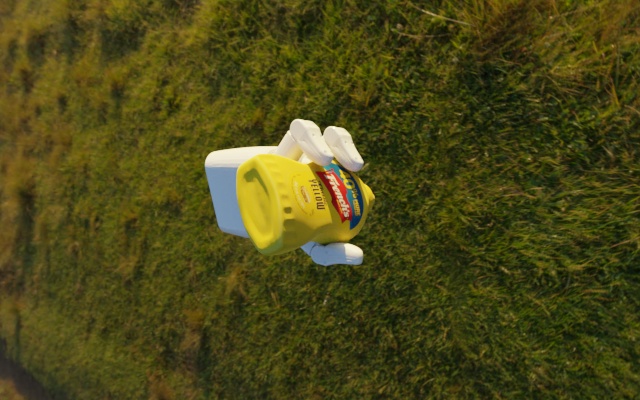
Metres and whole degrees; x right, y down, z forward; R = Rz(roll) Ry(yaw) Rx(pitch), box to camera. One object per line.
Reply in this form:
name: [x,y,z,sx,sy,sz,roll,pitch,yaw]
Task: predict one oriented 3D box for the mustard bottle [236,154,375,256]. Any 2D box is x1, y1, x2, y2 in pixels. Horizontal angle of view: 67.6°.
mustard bottle: [0.000,0.002,0.520,0.058,0.096,0.191,-27,-15,36]
